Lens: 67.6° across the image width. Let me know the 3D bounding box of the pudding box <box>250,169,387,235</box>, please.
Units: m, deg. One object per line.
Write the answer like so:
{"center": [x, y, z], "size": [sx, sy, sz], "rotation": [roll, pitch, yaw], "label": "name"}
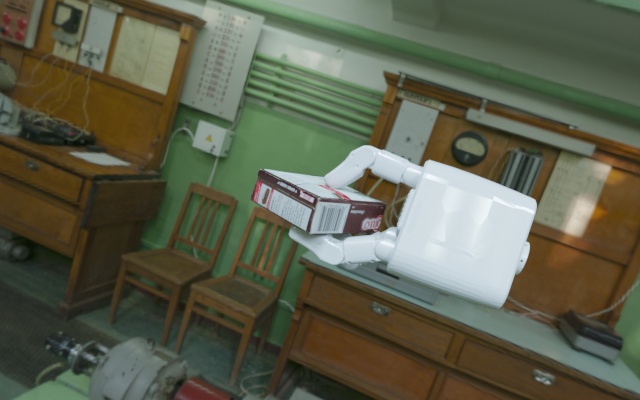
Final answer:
{"center": [0.000, 0.001, 0.493], "size": [0.090, 0.039, 0.113], "rotation": [26, 12, 39], "label": "pudding box"}
